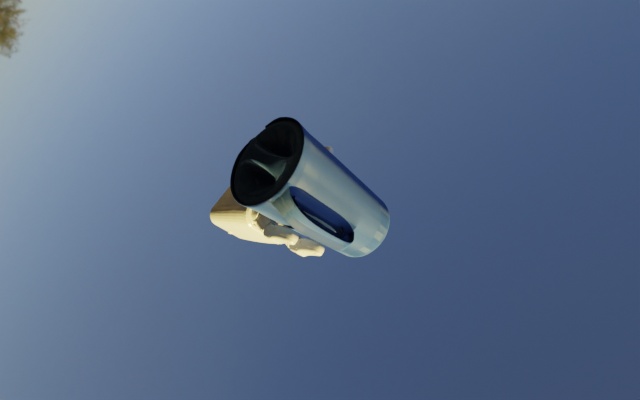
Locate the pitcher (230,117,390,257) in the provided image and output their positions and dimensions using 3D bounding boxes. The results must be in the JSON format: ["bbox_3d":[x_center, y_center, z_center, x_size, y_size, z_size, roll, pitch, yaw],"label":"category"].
[{"bbox_3d":[0.000,0.002,0.696,0.145,0.149,0.243,1,-24,43],"label":"pitcher"}]
